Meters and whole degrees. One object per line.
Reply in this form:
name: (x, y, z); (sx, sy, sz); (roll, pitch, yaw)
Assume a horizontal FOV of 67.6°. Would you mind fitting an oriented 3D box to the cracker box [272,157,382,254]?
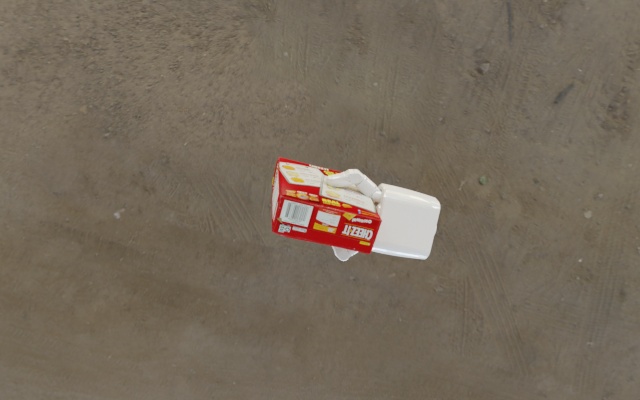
cracker box: (0.000, 0.003, 0.822); (0.164, 0.072, 0.213); (13, 19, -10)
